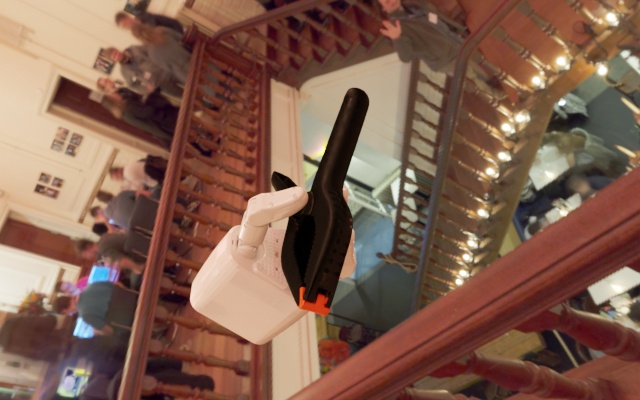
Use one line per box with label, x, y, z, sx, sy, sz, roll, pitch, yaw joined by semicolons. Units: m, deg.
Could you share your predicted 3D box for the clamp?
clamp;-0.001;0.002;0.449;0.036;0.209;0.165;21;-48;-26
